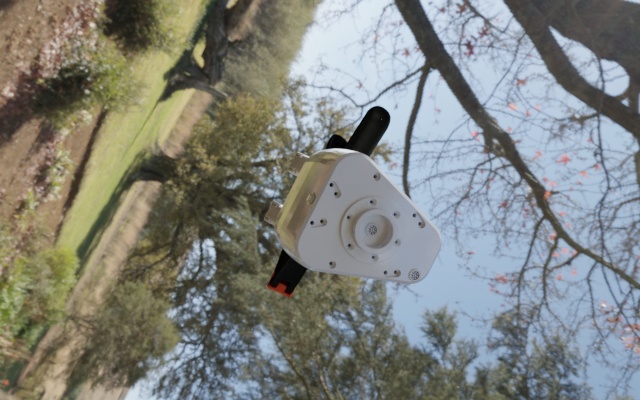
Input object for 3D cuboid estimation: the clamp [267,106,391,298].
[{"bbox_3d":[0.001,0.003,0.521,0.036,0.210,0.164,27,-1,-9],"label":"clamp"}]
